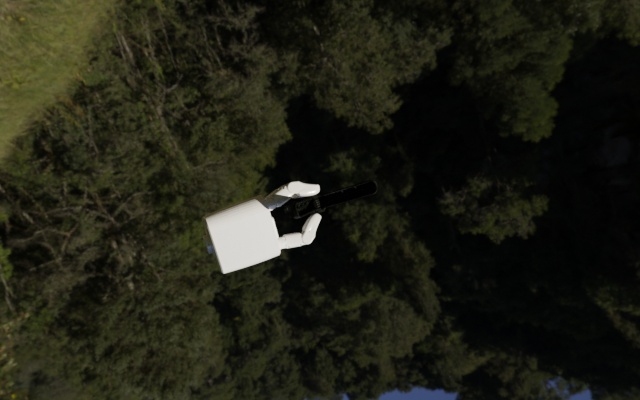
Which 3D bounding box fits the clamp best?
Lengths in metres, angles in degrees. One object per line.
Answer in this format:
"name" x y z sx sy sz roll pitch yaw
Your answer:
"clamp" 0.000 0.004 0.872 0.164 0.036 0.210 -16 1 -17
